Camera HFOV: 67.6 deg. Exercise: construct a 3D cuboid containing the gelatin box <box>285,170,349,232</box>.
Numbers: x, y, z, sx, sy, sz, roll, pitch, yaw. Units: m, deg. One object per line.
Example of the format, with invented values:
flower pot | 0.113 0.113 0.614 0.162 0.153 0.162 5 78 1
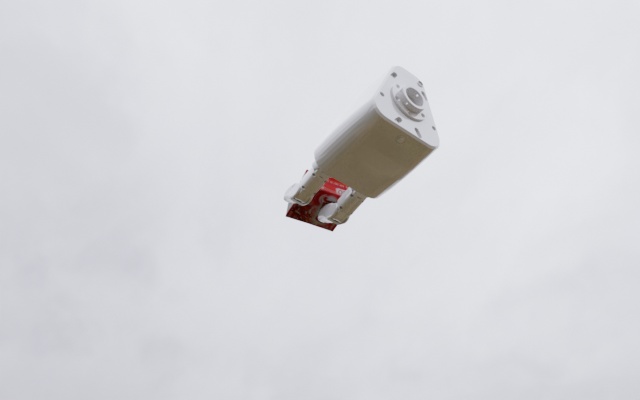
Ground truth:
gelatin box | 0.000 0.002 0.648 0.073 0.030 0.089 18 -35 -11
